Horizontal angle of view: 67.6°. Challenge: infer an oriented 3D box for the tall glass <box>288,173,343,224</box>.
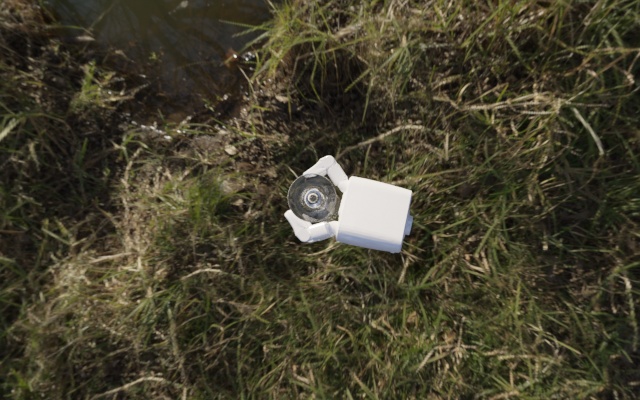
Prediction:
[{"bbox_3d":[0.000,0.003,0.817,0.079,0.079,0.201,0,-4,7],"label":"tall glass"}]
